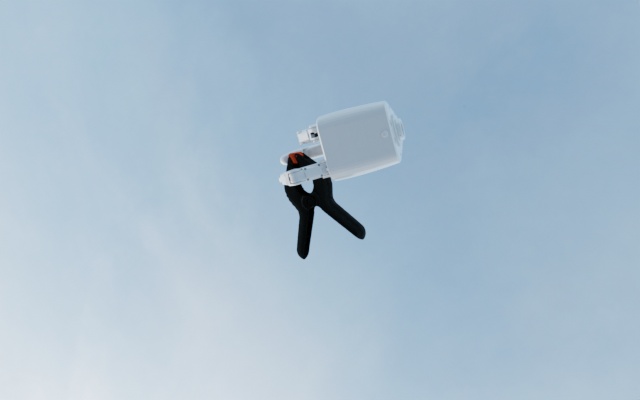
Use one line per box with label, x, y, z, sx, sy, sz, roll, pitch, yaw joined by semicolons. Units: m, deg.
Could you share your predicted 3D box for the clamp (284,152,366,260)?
clamp;0.000;0.002;0.749;0.120;0.171;0.039;-13;7;17
